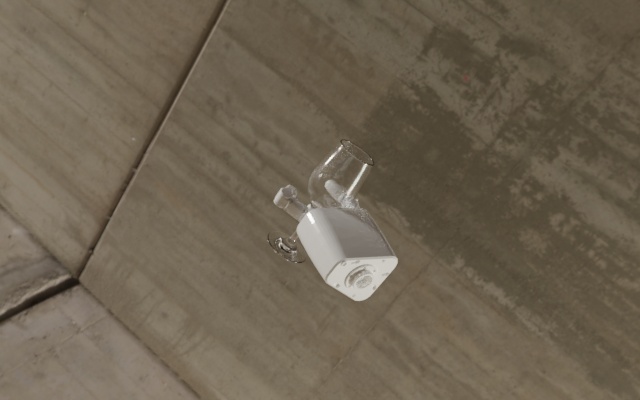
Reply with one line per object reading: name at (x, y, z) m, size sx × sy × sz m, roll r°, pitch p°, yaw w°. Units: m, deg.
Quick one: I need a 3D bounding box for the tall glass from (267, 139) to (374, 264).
tall glass at (0.000, 0.003, 0.744) m, size 0.079 × 0.201 × 0.079 m, roll 31°, pitch 22°, yaw -14°
